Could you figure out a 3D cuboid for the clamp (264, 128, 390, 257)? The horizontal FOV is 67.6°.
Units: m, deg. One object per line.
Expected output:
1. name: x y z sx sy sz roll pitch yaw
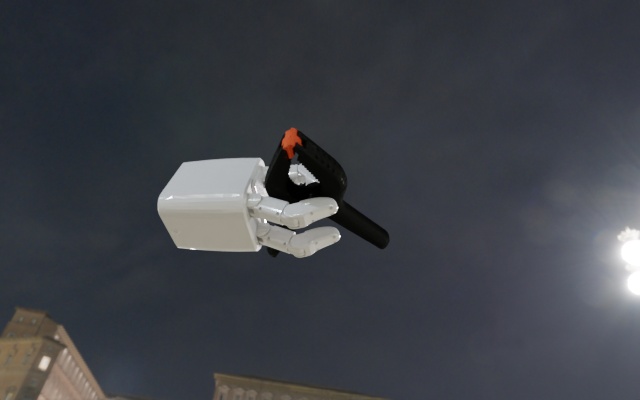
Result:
1. clamp: 0.000 0.001 0.569 0.164 0.036 0.210 -2 -41 6
